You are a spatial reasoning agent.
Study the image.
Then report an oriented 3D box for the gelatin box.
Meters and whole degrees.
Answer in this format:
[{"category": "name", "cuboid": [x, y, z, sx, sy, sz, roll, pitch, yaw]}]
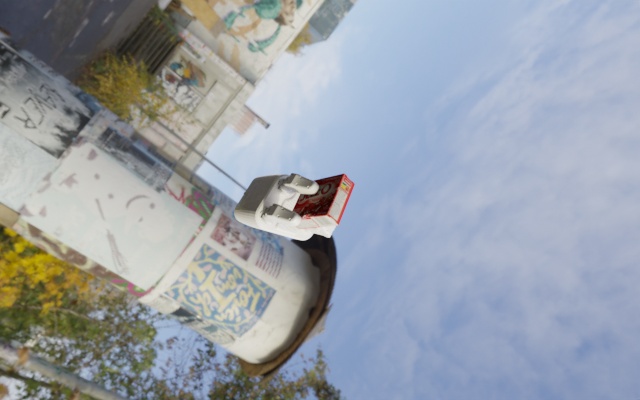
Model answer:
[{"category": "gelatin box", "cuboid": [0.001, 0.003, 0.702, 0.089, 0.073, 0.030, -9, -41, 47]}]
